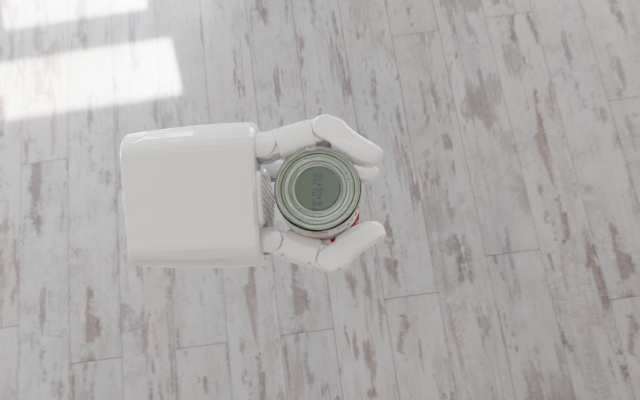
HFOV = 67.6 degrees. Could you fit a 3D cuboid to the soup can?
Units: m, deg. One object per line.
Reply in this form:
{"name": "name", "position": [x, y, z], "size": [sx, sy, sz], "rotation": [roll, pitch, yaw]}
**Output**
{"name": "soup can", "position": [0.001, 0.001, 0.403], "size": [0.068, 0.068, 0.102], "rotation": [0, -13, 3]}
